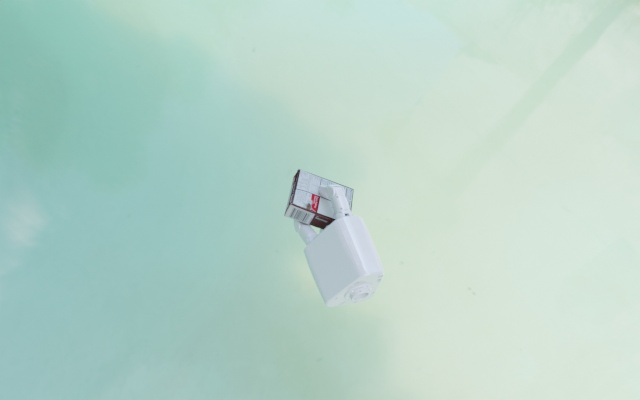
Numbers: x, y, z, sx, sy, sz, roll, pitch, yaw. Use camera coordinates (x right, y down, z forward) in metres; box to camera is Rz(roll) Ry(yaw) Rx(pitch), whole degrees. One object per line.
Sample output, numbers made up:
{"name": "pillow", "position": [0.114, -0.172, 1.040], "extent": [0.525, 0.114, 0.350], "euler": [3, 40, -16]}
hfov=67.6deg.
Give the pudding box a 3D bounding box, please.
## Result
{"name": "pudding box", "position": [0.000, 0.003, 0.844], "extent": [0.113, 0.090, 0.039], "euler": [21, -44, -12]}
